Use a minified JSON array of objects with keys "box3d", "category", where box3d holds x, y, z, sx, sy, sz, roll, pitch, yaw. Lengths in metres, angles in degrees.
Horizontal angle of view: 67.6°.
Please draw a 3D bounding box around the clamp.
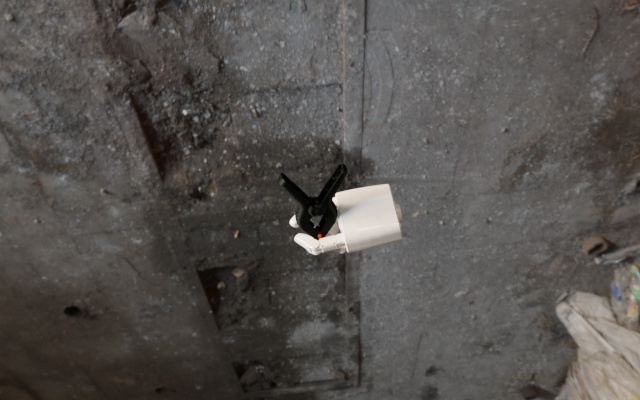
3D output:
[{"box3d":[0.000,0.003,0.863,0.120,0.039,0.172,-12,-45,4],"category":"clamp"}]
